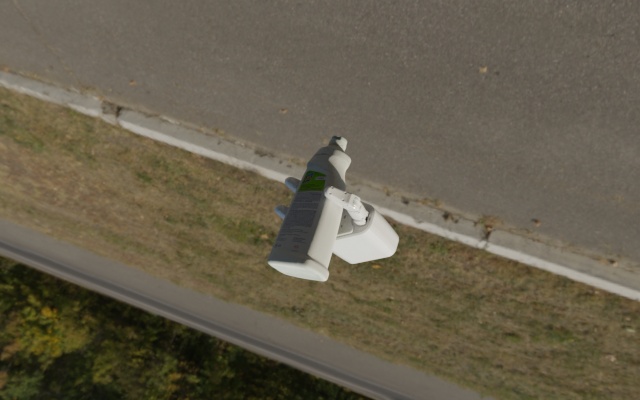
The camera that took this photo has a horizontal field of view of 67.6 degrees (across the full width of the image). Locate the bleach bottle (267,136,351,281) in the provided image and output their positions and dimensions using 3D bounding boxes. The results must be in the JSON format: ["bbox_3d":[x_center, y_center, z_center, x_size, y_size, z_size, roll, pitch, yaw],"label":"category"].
[{"bbox_3d":[0.000,0.003,0.794,0.102,0.250,0.068,2,-28,38],"label":"bleach bottle"}]
